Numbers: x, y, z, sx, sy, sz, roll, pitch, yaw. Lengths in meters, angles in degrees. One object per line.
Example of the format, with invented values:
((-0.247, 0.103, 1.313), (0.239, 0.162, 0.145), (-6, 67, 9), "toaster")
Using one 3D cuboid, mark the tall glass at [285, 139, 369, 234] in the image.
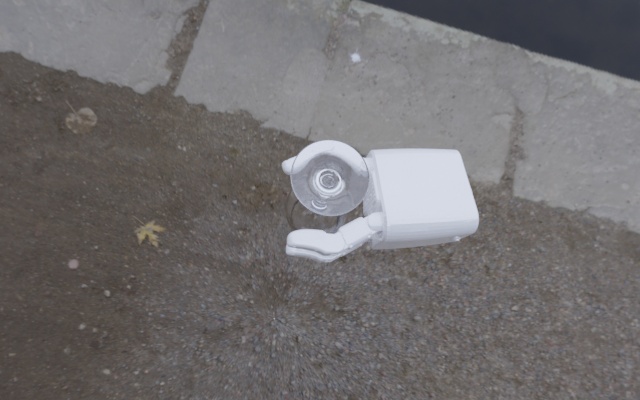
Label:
((0.000, 0.002, 0.539), (0.079, 0.079, 0.201), (0, -14, -6), "tall glass")
